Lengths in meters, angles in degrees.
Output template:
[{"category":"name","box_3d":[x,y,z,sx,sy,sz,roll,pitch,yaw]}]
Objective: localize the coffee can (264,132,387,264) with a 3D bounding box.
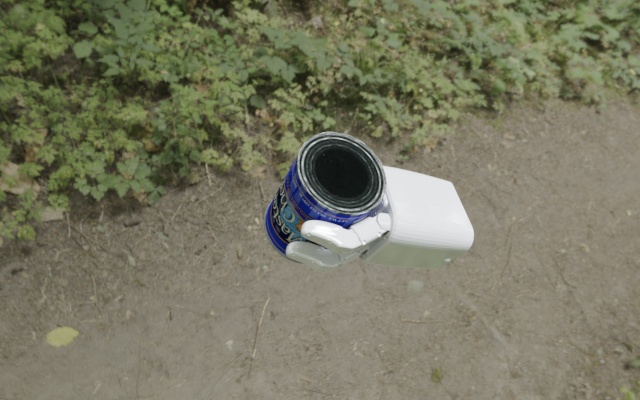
[{"category":"coffee can","box_3d":[0.000,0.002,0.560,0.103,0.102,0.140,0,-28,-23]}]
